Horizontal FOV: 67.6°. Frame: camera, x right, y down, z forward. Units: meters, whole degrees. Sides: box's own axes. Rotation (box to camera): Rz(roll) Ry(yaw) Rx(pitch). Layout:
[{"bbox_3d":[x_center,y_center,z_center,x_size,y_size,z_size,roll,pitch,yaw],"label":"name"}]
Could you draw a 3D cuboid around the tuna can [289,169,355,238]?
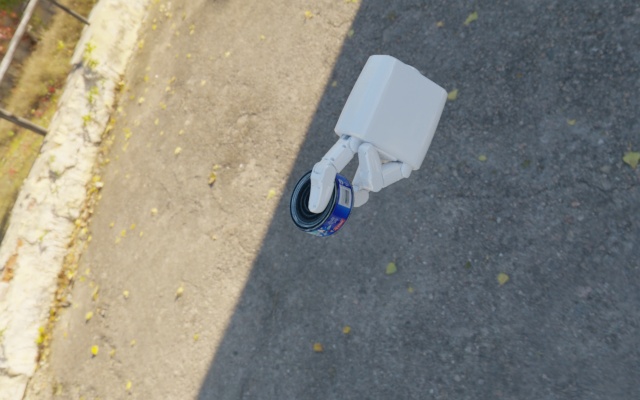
[{"bbox_3d":[0.000,0.002,0.608,0.086,0.086,0.034,0,-16,45],"label":"tuna can"}]
